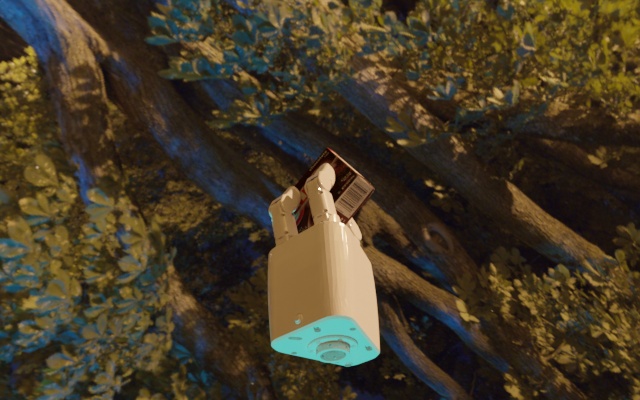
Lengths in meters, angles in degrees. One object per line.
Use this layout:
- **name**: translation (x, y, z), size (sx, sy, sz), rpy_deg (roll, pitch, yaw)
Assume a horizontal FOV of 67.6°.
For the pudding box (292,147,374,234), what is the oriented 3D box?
- **pudding box**: translation (0.000, 0.002, 0.574), size (0.039, 0.113, 0.090), rpy_deg (39, 6, -36)
